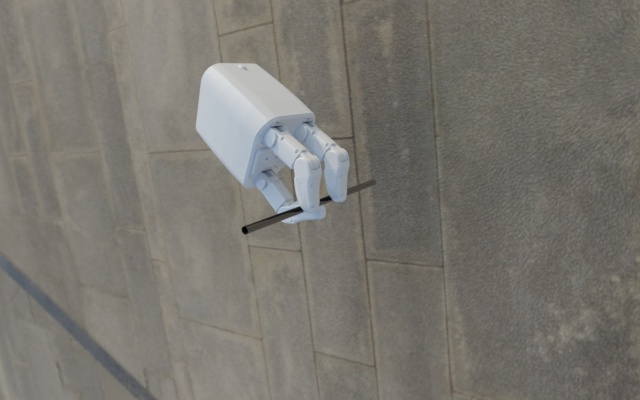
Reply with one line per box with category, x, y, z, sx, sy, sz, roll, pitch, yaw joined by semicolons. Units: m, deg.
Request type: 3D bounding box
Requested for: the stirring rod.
stirring rod;0.000;0.002;0.533;0.011;0.011;0.239;0;12;36
